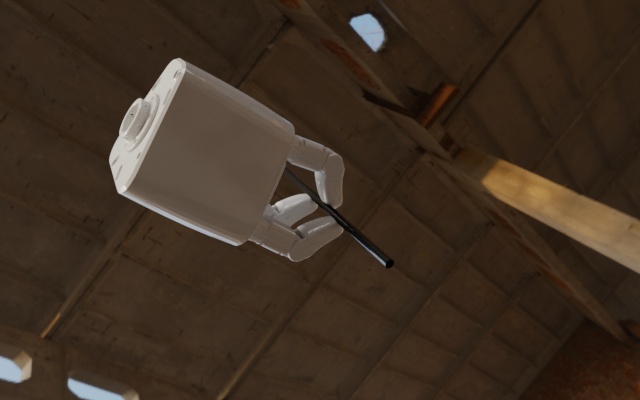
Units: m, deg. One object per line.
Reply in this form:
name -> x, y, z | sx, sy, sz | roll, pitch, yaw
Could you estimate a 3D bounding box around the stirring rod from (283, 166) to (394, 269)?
stirring rod -> 0.000, 0.001, 0.466 | 0.011, 0.011, 0.239 | 0, 23, -29
